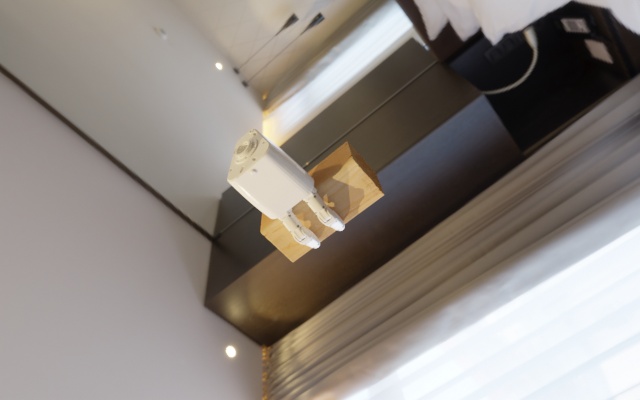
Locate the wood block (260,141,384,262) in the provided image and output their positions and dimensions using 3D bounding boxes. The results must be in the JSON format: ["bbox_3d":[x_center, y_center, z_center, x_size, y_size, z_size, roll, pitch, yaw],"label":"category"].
[{"bbox_3d":[0.000,0.002,0.853,0.206,0.090,0.090,-37,24,15],"label":"wood block"}]
